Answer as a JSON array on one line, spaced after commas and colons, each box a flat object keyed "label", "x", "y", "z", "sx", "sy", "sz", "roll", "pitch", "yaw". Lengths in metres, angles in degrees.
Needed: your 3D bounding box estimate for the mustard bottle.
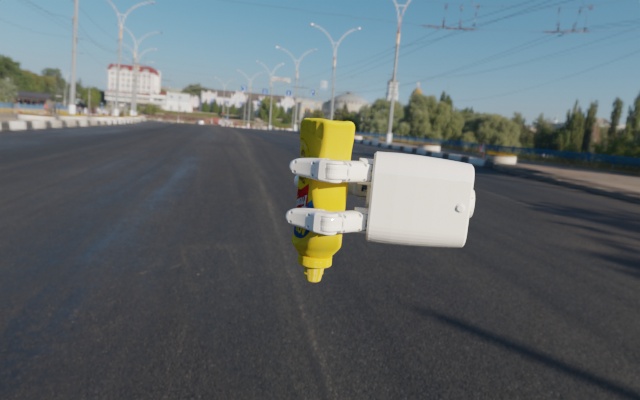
[{"label": "mustard bottle", "x": 0.000, "y": 0.002, "z": 0.560, "sx": 0.058, "sy": 0.191, "sz": 0.096, "roll": 2, "pitch": 9, "yaw": -18}]
